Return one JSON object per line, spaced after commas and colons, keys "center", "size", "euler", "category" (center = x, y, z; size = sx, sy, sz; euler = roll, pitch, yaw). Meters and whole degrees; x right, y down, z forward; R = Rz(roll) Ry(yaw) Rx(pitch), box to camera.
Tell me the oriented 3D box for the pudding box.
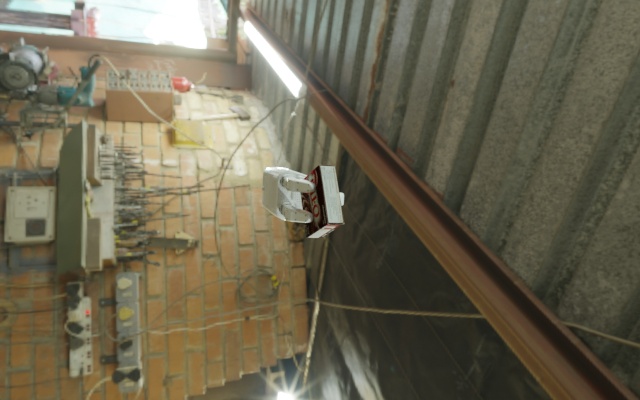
{"center": [0.000, 0.003, 0.862], "size": [0.039, 0.113, 0.090], "euler": [-2, -18, -27], "category": "pudding box"}
